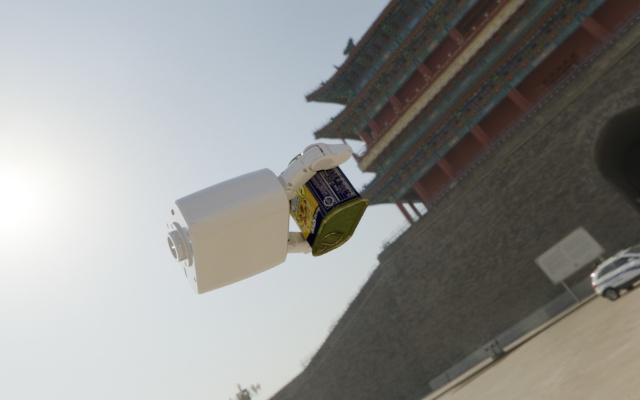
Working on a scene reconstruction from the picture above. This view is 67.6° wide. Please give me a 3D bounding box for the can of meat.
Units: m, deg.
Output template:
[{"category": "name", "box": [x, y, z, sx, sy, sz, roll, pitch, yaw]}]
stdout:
[{"category": "can of meat", "box": [0.000, 0.001, 0.545, 0.057, 0.084, 0.102, -23, -26, -26]}]
